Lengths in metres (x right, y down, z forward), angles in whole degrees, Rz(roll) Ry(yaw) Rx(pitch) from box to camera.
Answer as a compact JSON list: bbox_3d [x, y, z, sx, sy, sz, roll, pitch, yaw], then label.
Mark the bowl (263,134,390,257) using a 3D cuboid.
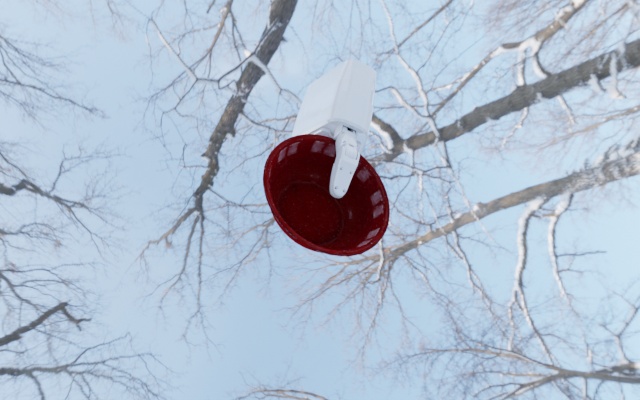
[{"bbox_3d":[-0.001,0.003,0.567,0.162,0.162,0.055,0,-29,-29],"label":"bowl"}]
